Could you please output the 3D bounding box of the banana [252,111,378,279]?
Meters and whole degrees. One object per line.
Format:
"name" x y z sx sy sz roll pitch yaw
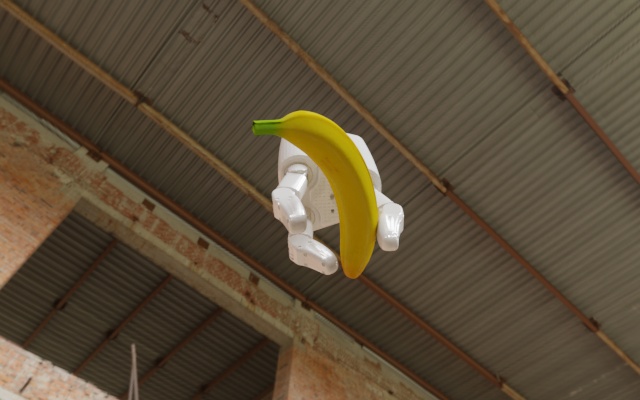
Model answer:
"banana" 0.015 -0.009 0.436 0.069 0.198 0.037 -27 32 7
